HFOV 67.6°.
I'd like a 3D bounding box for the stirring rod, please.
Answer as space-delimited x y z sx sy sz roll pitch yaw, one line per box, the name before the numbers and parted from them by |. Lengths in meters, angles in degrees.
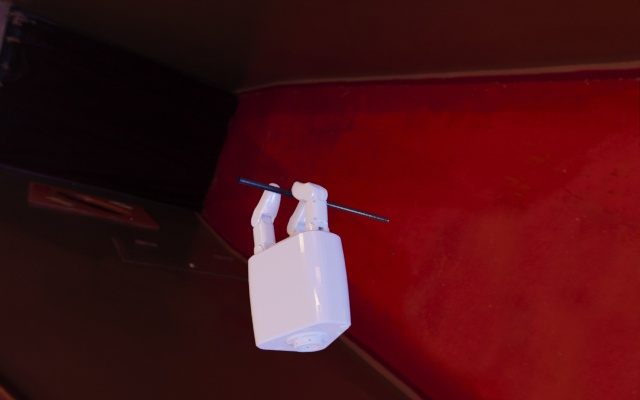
stirring rod | 0.000 0.002 0.631 0.239 0.011 0.011 15 -9 -33
